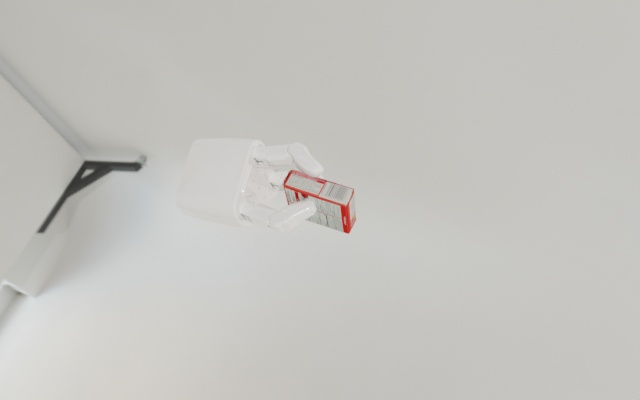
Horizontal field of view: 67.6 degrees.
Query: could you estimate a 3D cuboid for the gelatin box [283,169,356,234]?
[{"bbox_3d":[0.000,0.002,0.614,0.089,0.030,0.073,18,-28,17],"label":"gelatin box"}]
